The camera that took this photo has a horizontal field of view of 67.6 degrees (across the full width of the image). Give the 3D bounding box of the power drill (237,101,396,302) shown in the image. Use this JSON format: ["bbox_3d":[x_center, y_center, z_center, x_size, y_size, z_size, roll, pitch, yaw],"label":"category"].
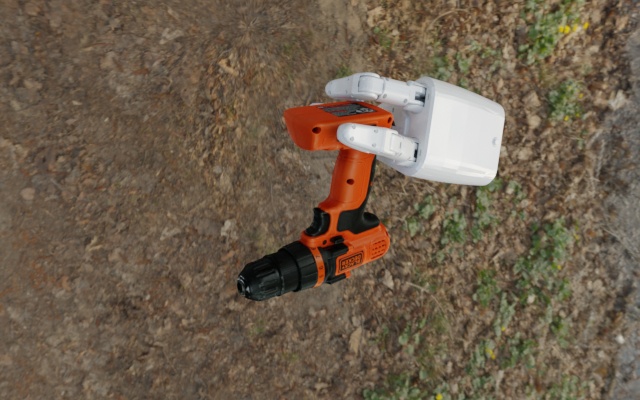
[{"bbox_3d":[0.000,0.001,0.475,0.184,0.188,0.057,-17,35,-35],"label":"power drill"}]
